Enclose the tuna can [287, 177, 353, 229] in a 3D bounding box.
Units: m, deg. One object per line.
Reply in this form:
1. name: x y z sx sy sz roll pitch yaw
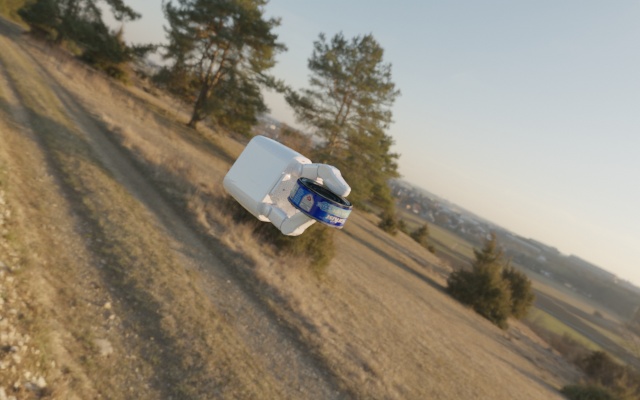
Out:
1. tuna can: 0.000 0.002 0.651 0.086 0.034 0.086 27 11 -6
